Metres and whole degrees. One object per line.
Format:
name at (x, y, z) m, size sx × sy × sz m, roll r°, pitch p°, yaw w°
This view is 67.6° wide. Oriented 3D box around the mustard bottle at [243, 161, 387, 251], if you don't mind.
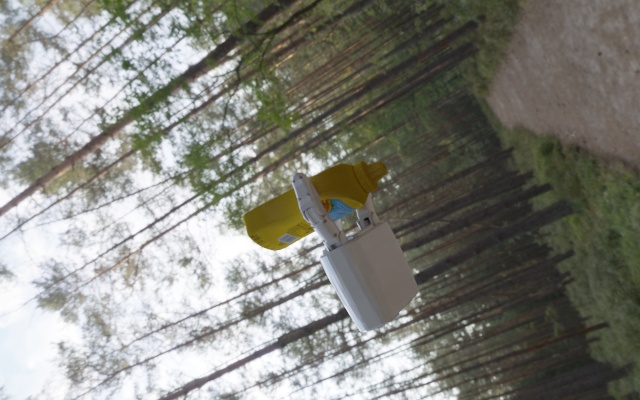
mustard bottle at (0.000, 0.002, 0.622) m, size 0.192 × 0.058 × 0.096 m, roll -28°, pitch -27°, yaw 20°
